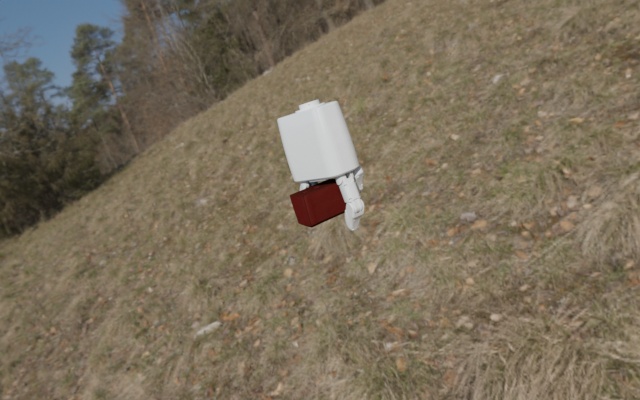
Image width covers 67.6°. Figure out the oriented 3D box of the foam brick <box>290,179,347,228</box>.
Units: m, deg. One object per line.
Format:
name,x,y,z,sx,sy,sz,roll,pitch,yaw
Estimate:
foam brick,0.000,0.003,0.752,0.078,0.051,0.053,-23,14,-25
